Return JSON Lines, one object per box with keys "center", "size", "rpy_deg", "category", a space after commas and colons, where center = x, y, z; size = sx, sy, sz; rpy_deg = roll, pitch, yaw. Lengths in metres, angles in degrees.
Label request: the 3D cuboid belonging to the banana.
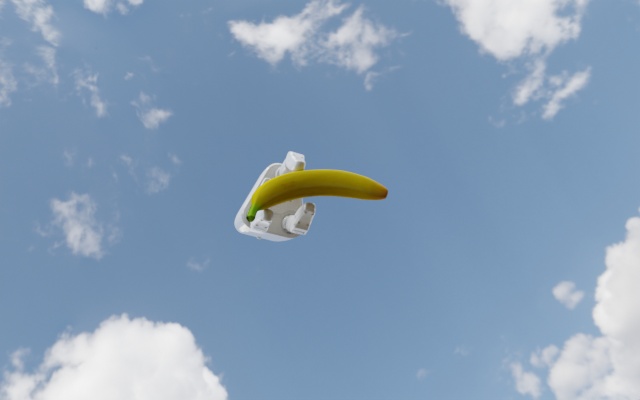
{"center": [-0.009, -0.012, 0.639], "size": [0.198, 0.069, 0.037], "rpy_deg": [-11, -32, -18], "category": "banana"}
